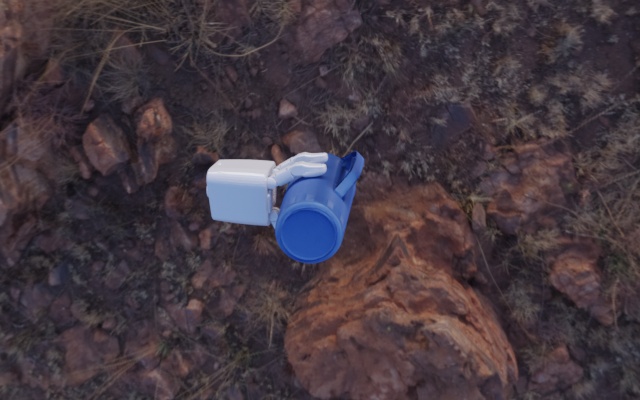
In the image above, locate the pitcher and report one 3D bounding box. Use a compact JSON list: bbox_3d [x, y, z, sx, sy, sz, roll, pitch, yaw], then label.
[{"bbox_3d":[0.000,0.003,0.844,0.145,0.149,0.242,4,22,4],"label":"pitcher"}]
